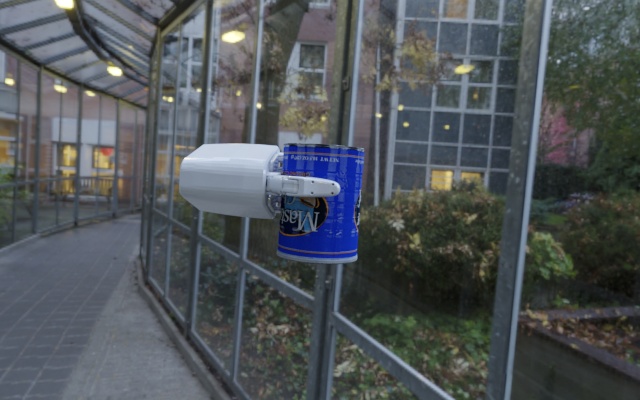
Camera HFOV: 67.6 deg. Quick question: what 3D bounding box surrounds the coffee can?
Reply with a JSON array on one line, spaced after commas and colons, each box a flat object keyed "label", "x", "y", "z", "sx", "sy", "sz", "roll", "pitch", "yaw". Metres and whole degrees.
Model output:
[{"label": "coffee can", "x": 0.000, "y": 0.002, "z": 0.604, "sx": 0.103, "sy": 0.140, "sz": 0.103, "roll": 4, "pitch": 3, "yaw": 0}]
